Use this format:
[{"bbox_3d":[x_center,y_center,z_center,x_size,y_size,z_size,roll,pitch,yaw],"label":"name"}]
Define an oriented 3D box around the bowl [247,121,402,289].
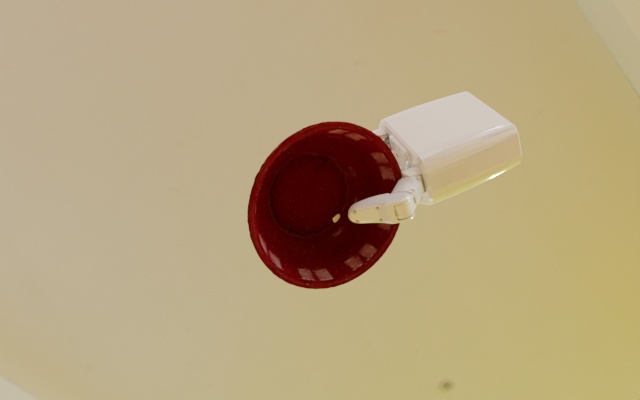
[{"bbox_3d":[-0.001,0.002,0.466,0.162,0.162,0.055,0,14,-26],"label":"bowl"}]
